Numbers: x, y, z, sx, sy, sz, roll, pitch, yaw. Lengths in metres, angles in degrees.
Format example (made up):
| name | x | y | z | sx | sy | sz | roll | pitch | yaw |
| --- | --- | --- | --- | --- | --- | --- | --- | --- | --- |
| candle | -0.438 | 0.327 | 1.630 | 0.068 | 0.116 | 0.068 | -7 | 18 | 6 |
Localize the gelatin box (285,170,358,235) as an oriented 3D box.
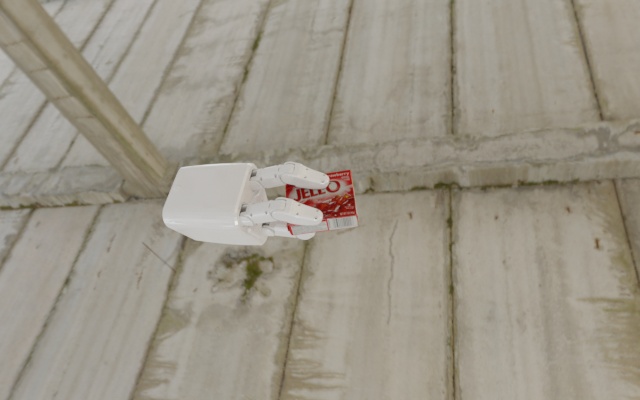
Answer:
| name | x | y | z | sx | sy | sz | roll | pitch | yaw |
| --- | --- | --- | --- | --- | --- | --- | --- | --- | --- |
| gelatin box | 0.000 | 0.002 | 0.611 | 0.089 | 0.073 | 0.030 | -8 | -37 | 4 |
